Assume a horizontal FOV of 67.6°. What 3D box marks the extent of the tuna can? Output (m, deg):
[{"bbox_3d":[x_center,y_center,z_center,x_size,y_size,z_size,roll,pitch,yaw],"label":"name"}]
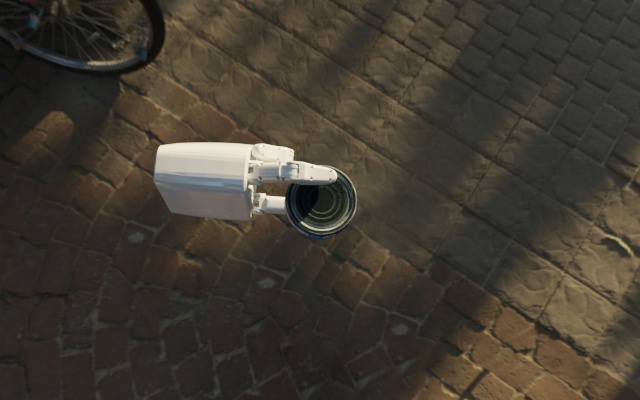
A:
[{"bbox_3d":[0.000,0.002,0.567,0.086,0.086,0.034,0,-11,-6],"label":"tuna can"}]
